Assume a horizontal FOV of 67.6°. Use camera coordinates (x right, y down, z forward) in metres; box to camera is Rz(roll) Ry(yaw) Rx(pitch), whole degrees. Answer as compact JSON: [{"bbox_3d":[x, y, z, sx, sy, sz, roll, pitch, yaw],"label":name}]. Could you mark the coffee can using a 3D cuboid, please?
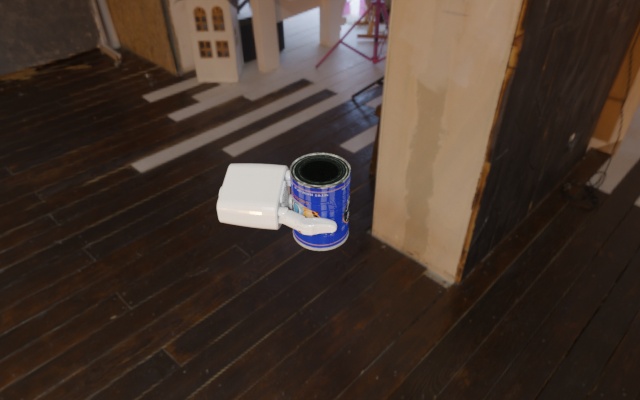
[{"bbox_3d":[0.000,0.003,0.833,0.103,0.140,0.102,0,38,0],"label":"coffee can"}]
